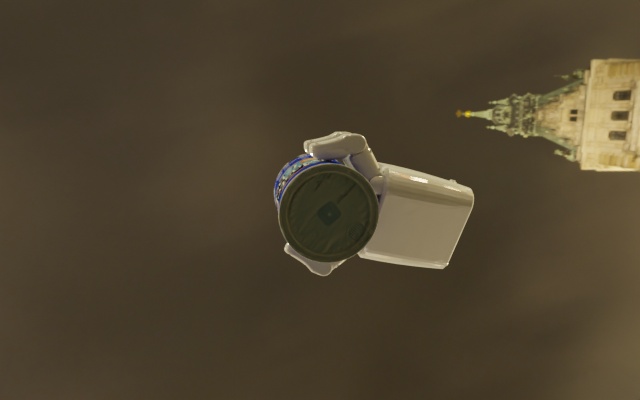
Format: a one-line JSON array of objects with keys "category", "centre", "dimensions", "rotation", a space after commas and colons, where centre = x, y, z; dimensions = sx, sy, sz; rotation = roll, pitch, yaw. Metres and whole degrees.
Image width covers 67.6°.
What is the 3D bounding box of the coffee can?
[{"category": "coffee can", "centre": [0.000, 0.002, 0.547], "dimensions": [0.103, 0.103, 0.140], "rotation": [0, 10, -8]}]
